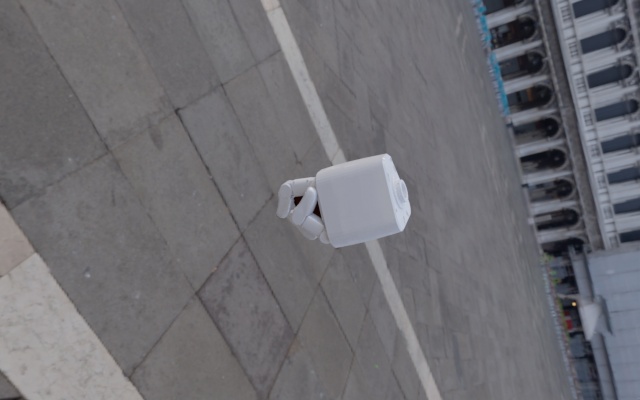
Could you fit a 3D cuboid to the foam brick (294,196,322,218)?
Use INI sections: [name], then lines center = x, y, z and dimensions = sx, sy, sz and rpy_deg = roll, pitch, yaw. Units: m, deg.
[foam brick]
center = 0.000, 0.002, 0.756
dimensions = 0.051, 0.053, 0.078
rpy_deg = -15, 14, 24
